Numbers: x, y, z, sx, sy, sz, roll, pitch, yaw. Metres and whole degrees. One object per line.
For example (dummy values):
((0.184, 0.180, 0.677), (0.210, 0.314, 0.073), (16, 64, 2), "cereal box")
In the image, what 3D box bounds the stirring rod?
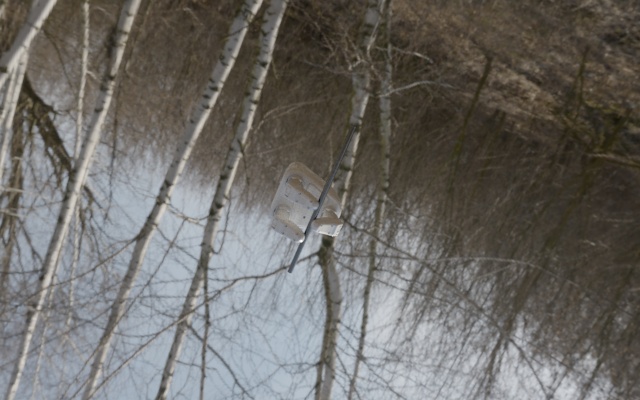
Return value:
((0.000, 0.002, 0.700), (0.011, 0.239, 0.011), (22, 14, -6), "stirring rod")
